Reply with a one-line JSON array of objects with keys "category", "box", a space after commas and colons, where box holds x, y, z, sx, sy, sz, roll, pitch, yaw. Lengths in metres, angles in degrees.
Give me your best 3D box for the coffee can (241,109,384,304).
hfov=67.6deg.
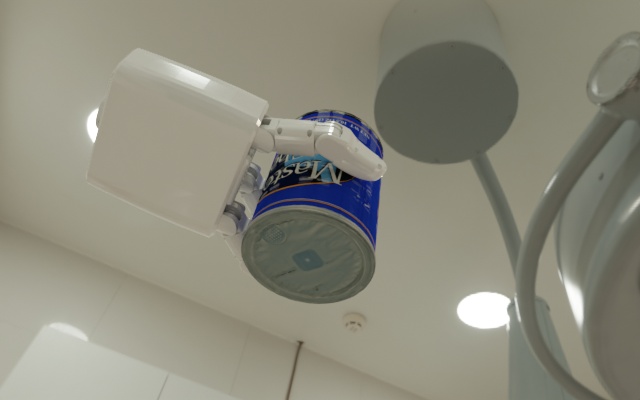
[{"category": "coffee can", "box": [0.000, 0.001, 0.411, 0.103, 0.103, 0.140, 0, 40, 11]}]
